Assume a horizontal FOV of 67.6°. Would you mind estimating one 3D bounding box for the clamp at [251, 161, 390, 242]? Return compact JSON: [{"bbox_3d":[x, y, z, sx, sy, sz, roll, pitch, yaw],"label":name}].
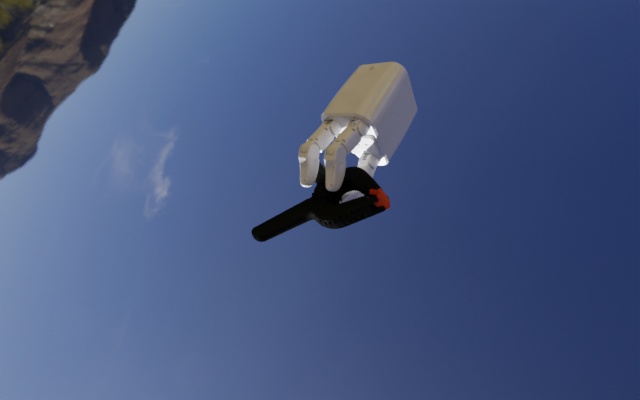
[{"bbox_3d":[0.001,0.003,0.655,0.210,0.164,0.036,12,-28,48],"label":"clamp"}]
